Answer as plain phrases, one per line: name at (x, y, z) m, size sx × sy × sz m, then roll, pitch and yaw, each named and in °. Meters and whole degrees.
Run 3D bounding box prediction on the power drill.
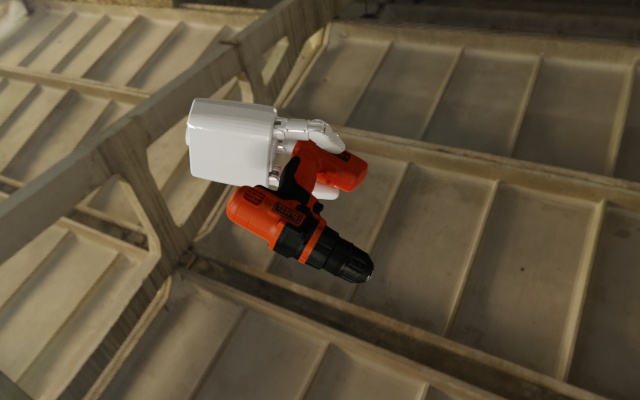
power drill at (0.000, 0.002, 0.599) m, size 0.184 × 0.057 × 0.187 m, roll 30°, pitch 40°, yaw 0°
